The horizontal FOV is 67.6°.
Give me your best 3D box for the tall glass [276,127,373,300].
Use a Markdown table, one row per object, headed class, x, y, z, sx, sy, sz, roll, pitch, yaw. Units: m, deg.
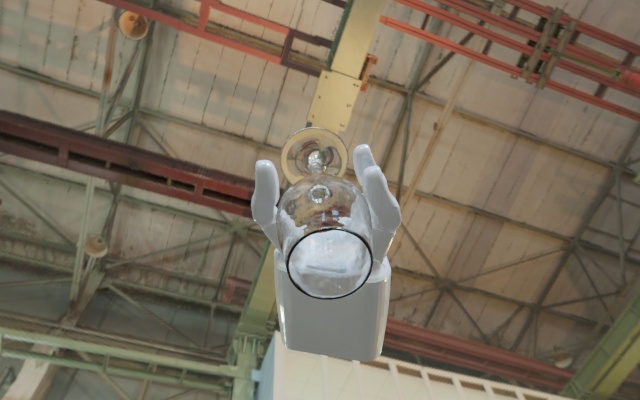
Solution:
| class | x | y | z | sx | sy | sz | roll | pitch | yaw |
| --- | --- | --- | --- | --- | --- | --- | --- | --- | --- |
| tall glass | 0.000 | 0.001 | 0.424 | 0.079 | 0.079 | 0.201 | 0 | 26 | -4 |
